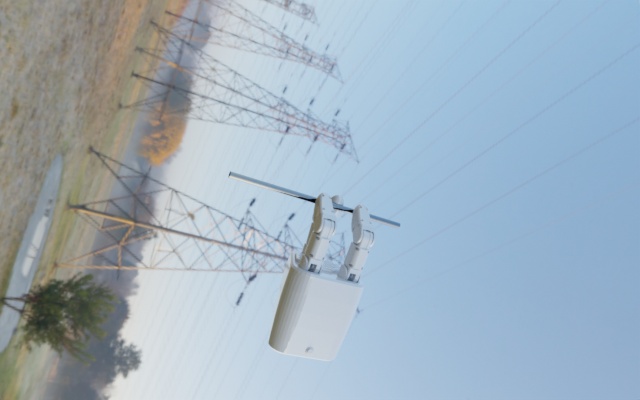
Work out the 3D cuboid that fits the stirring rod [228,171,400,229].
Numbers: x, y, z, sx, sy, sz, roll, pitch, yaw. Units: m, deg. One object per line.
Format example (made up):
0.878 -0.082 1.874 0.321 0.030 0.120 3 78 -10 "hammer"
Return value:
0.000 0.002 0.604 0.239 0.011 0.011 17 -7 -23 "stirring rod"
